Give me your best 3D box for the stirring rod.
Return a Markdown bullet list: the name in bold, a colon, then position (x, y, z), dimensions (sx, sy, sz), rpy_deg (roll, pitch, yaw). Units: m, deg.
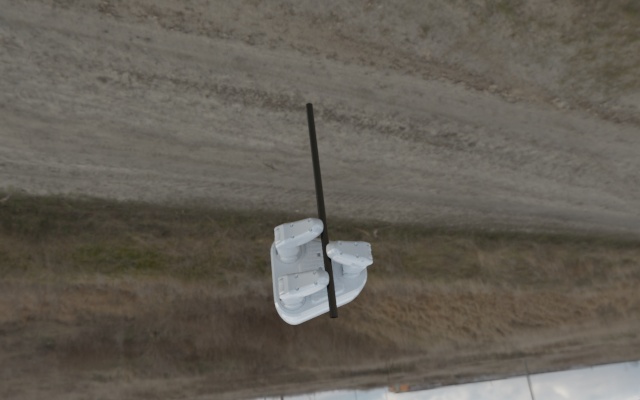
- **stirring rod**: position (0.000, 0.002, 0.504), dimensions (0.011, 0.239, 0.011), rpy_deg (-6, -21, -2)
